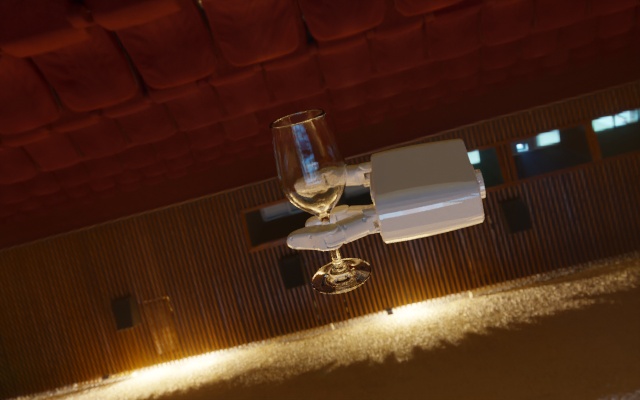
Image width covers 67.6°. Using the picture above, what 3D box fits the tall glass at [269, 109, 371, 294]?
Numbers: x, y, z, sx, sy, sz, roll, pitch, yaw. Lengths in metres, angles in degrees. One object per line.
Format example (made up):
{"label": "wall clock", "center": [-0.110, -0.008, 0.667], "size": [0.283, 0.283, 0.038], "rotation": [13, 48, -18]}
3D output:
{"label": "tall glass", "center": [0.000, 0.002, 0.542], "size": [0.079, 0.201, 0.079], "rotation": [-14, 21, 6]}
